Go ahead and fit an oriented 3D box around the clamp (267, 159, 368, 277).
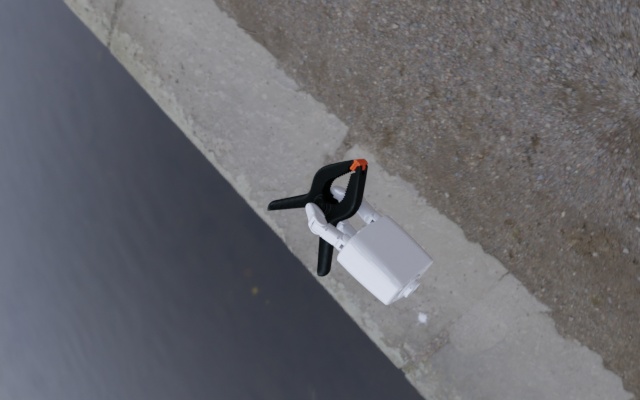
[{"bbox_3d":[0.000,0.002,0.793,0.164,0.210,0.036,44,30,20],"label":"clamp"}]
